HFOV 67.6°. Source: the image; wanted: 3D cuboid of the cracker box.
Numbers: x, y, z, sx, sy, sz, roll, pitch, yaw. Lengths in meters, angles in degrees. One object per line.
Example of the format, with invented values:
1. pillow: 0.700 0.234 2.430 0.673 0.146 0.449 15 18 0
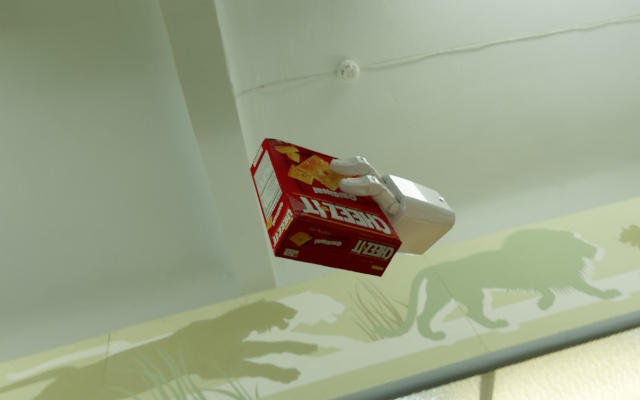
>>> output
1. cracker box: 0.000 0.002 0.685 0.164 0.072 0.213 14 28 -26
